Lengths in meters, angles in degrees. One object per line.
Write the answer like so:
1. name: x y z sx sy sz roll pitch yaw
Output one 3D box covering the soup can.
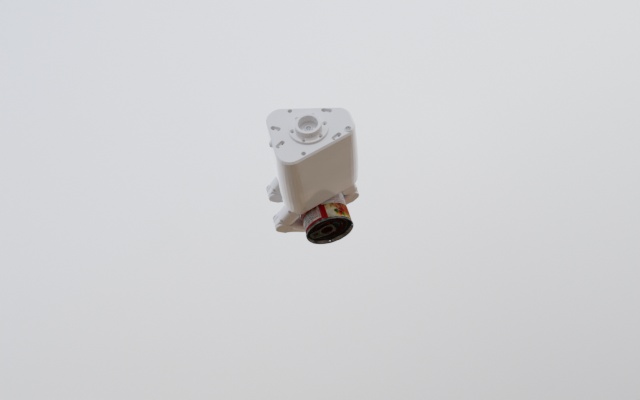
1. soup can: 0.000 0.002 0.685 0.068 0.102 0.069 -13 -33 -8
